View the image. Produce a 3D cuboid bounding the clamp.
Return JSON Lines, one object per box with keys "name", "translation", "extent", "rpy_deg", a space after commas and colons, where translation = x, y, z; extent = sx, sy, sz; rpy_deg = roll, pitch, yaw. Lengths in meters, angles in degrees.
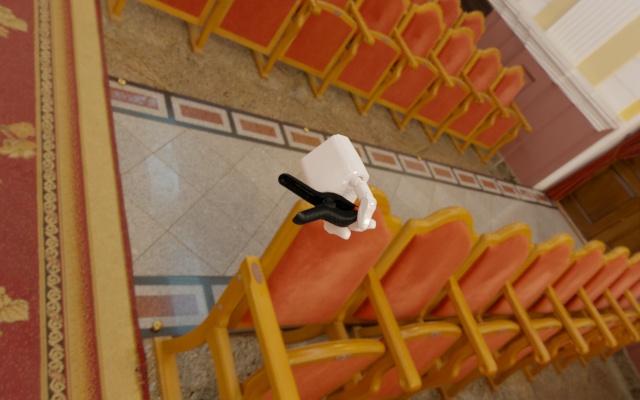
{"name": "clamp", "translation": [0.001, 0.003, 0.866], "extent": [0.171, 0.120, 0.039], "rpy_deg": [10, -46, -42]}
